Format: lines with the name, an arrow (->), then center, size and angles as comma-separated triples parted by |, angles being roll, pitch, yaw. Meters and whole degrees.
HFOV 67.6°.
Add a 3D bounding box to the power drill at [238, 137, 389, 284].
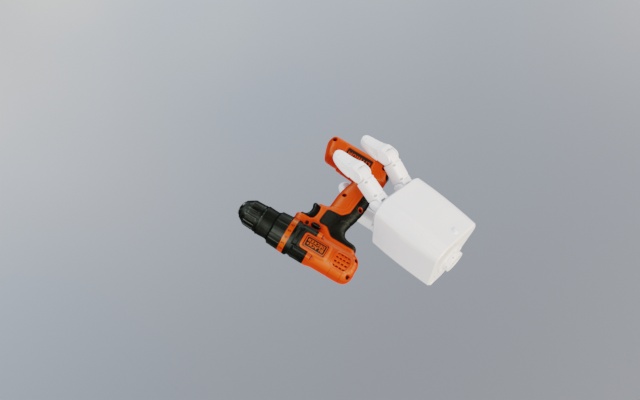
power drill -> 0.001, 0.002, 0.689 | 0.184, 0.187, 0.057 | 31, -19, 1
